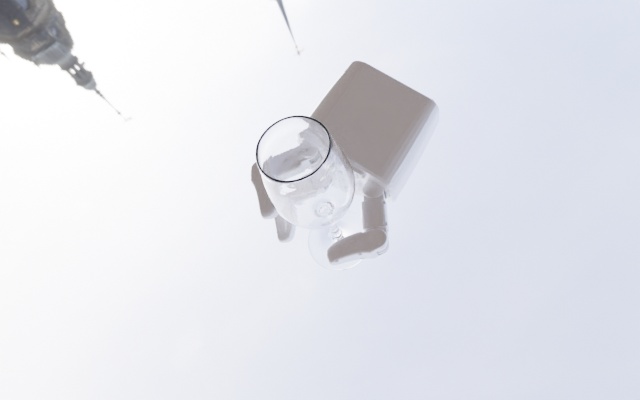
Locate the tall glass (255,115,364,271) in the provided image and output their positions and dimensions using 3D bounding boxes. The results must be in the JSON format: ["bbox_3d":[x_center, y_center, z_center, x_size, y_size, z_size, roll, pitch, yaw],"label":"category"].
[{"bbox_3d":[0.000,0.002,0.458,0.079,0.079,0.201,0,-25,14],"label":"tall glass"}]
